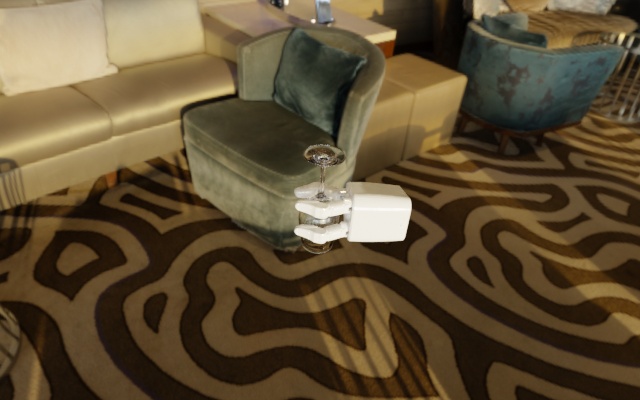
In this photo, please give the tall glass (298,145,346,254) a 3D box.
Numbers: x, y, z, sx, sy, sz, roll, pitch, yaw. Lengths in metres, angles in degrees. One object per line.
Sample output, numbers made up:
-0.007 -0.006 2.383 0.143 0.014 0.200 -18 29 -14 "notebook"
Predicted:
0.000 0.002 0.883 0.079 0.201 0.079 4 35 -2 "tall glass"
